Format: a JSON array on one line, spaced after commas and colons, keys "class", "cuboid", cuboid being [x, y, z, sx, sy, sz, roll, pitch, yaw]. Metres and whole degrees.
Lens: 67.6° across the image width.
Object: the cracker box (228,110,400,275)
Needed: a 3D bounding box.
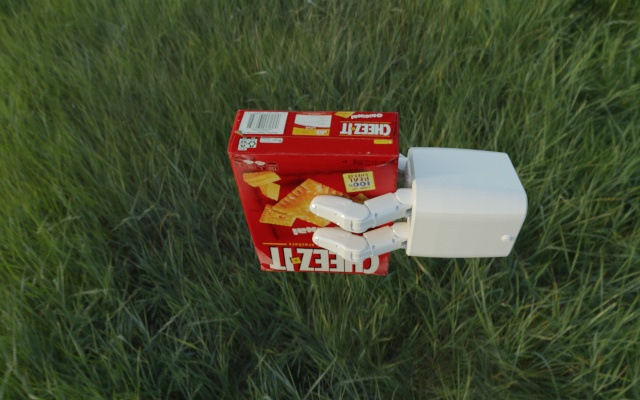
[{"class": "cracker box", "cuboid": [0.000, 0.002, 0.535, 0.164, 0.072, 0.214, 2, -40, 6]}]
